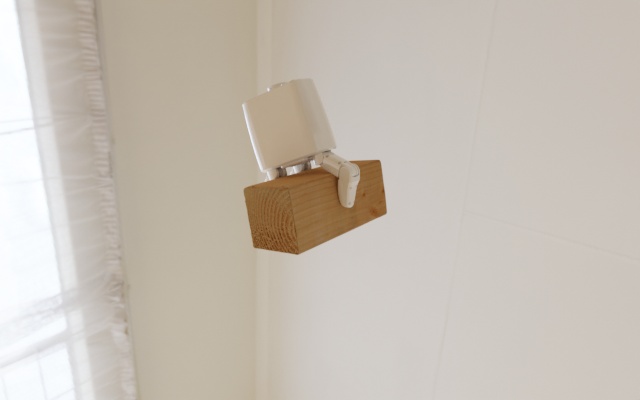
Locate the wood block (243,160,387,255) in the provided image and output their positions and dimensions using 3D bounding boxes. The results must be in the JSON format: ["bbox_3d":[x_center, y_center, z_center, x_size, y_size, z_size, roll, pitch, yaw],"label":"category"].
[{"bbox_3d":[0.000,0.002,0.700,0.091,0.090,0.206,2,15,42],"label":"wood block"}]
